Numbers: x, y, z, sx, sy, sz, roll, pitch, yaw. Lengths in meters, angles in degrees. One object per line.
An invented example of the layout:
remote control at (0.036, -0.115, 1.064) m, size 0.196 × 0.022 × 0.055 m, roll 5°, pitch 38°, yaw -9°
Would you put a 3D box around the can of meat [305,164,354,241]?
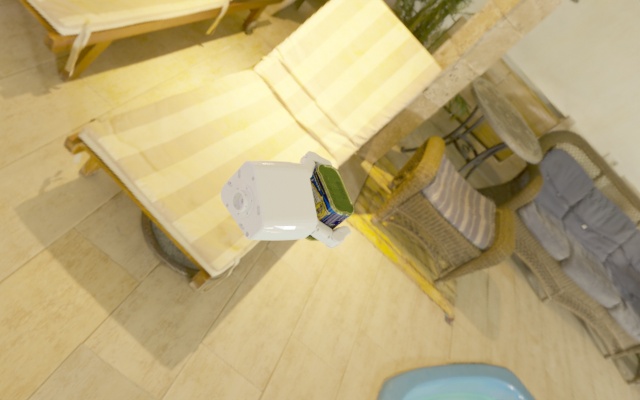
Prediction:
can of meat at (0.000, 0.002, 0.788) m, size 0.057 × 0.102 × 0.084 m, roll 4°, pitch -35°, yaw -45°
